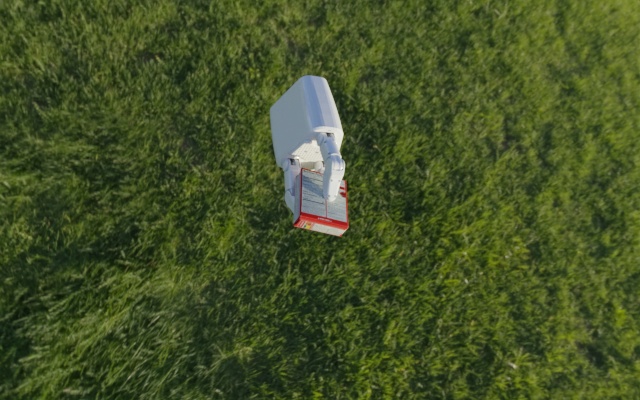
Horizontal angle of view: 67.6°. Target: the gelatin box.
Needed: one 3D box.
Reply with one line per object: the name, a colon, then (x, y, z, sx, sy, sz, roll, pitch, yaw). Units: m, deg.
gelatin box: (0.000, 0.002, 0.685, 0.073, 0.089, 0.030, 14, -39, -19)
